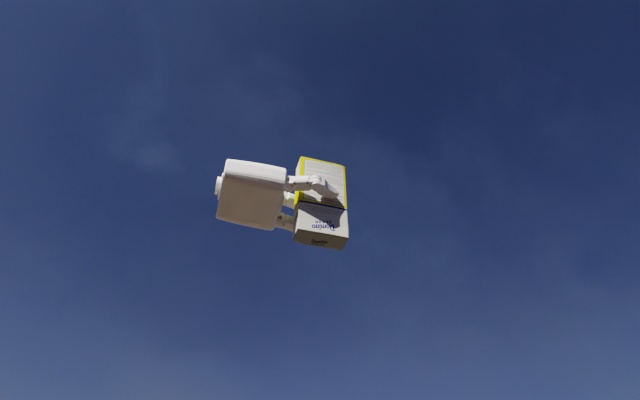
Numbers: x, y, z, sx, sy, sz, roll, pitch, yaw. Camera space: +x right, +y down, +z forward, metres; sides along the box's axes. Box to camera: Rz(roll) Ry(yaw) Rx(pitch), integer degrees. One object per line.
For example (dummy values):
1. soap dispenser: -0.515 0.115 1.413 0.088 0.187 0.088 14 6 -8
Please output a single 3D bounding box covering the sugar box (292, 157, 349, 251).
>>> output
1. sugar box: 0.000 0.003 0.867 0.093 0.176 0.048 12 -40 -11
